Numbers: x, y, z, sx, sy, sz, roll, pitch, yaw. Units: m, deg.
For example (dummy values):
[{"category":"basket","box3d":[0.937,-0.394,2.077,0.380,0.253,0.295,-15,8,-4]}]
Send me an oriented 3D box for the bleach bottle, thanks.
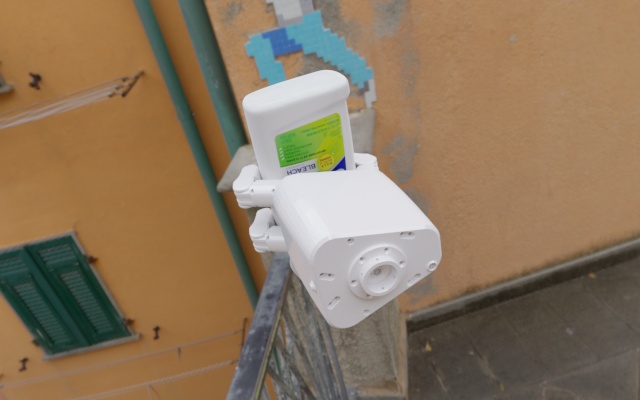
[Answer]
[{"category":"bleach bottle","box3d":[0.000,0.002,0.502,0.102,0.251,0.068,-20,31,-10]}]
